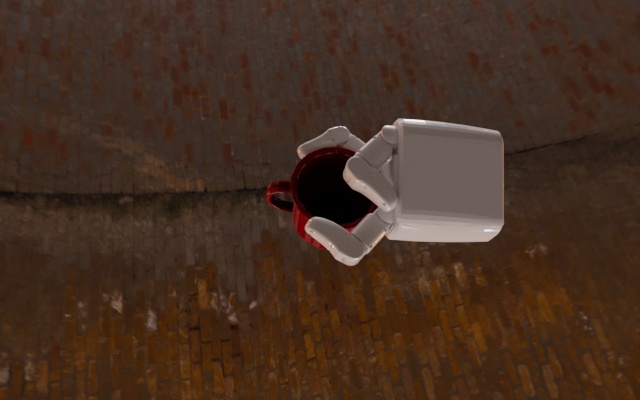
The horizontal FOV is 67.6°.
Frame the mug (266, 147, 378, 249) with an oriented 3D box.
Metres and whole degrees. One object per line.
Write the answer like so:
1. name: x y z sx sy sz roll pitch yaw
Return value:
1. mug: -0.001 0.002 0.513 0.117 0.093 0.081 4 -25 -5
